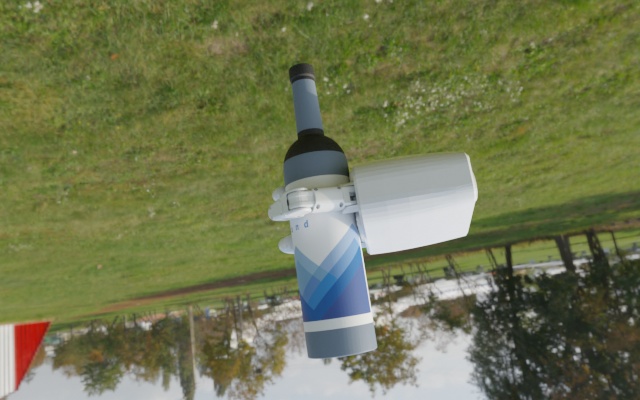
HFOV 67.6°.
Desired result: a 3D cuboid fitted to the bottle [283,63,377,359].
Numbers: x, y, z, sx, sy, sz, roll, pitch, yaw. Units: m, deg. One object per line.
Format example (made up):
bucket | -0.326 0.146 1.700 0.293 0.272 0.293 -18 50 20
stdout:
bottle | 0.000 0.002 0.482 0.069 0.295 0.069 -8 -12 -2
